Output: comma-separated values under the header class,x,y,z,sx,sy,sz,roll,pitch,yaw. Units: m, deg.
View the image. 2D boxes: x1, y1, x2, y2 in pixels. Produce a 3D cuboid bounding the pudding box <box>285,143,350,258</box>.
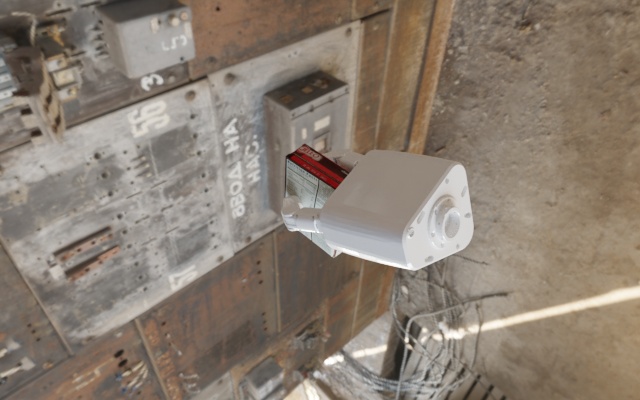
class,x,y,z,sx,sy,sz,roll,pitch,yaw
pudding box,0.000,0.002,0.562,0.090,0.114,0.039,36,51,26
